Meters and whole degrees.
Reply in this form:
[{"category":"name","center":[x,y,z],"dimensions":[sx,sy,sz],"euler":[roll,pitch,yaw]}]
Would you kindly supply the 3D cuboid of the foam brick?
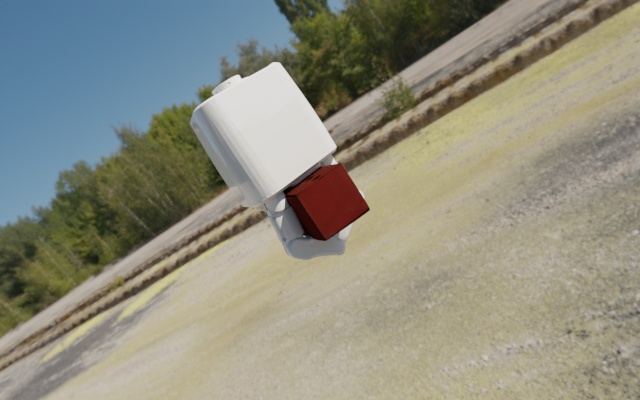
[{"category":"foam brick","center":[0.000,0.002,0.456],"dimensions":[0.053,0.051,0.078],"euler":[-35,10,-15]}]
